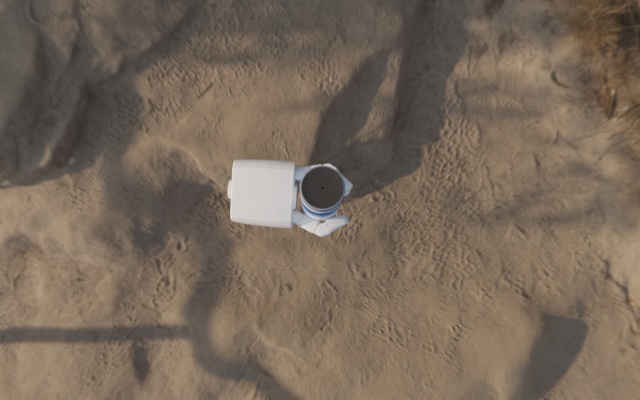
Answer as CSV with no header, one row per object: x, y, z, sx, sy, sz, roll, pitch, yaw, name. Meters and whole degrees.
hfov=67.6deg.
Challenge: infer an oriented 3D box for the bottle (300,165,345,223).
0.000,0.003,0.837,0.069,0.069,0.296,0,-8,-1,bottle
